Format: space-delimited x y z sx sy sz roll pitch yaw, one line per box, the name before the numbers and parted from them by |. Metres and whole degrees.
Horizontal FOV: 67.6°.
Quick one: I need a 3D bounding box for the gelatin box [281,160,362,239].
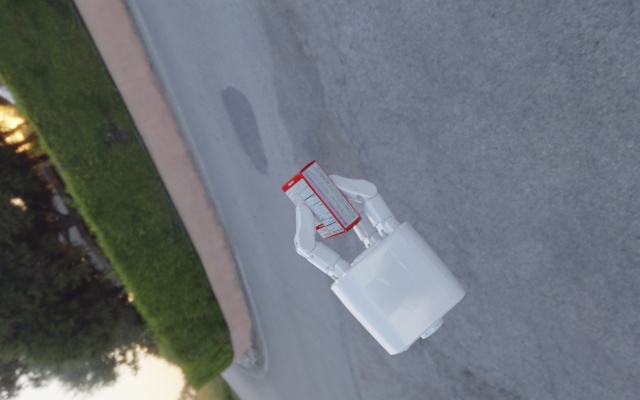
gelatin box | 0.000 0.002 0.571 0.030 0.089 0.073 -42 4 -24
